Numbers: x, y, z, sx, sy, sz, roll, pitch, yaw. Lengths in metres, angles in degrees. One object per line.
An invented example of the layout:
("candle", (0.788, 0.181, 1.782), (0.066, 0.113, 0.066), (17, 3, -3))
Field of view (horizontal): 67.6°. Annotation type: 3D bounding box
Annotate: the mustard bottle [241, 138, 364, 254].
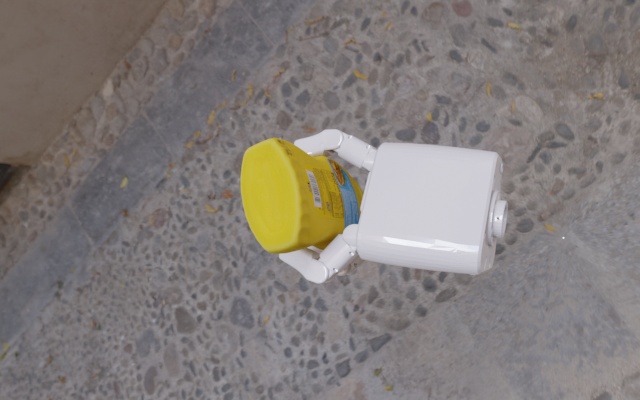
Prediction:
("mustard bottle", (0.000, 0.002, 0.475), (0.058, 0.096, 0.191), (-20, -13, 24))
